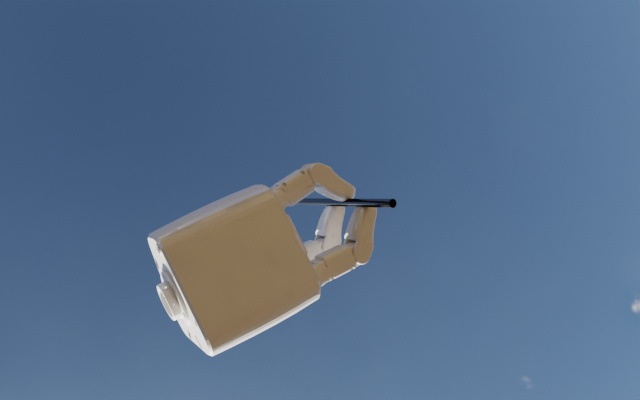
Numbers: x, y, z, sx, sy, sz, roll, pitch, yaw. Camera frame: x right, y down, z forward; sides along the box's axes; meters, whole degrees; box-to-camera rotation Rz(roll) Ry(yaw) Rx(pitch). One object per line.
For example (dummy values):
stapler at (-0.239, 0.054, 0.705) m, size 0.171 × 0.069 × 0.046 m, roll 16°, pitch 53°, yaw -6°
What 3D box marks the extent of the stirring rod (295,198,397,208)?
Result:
stirring rod at (0.000, 0.002, 0.513) m, size 0.011 × 0.011 × 0.239 m, roll 0°, pitch 0°, yaw -31°
